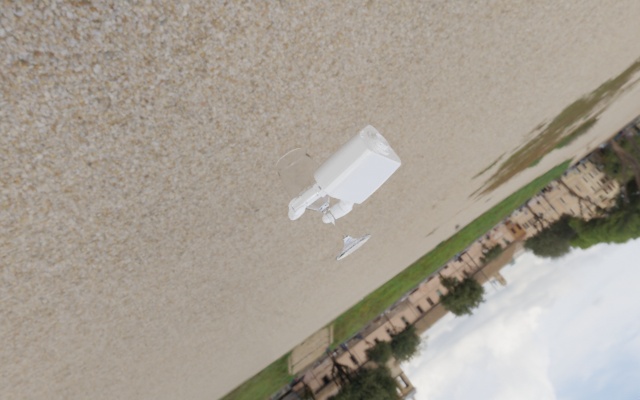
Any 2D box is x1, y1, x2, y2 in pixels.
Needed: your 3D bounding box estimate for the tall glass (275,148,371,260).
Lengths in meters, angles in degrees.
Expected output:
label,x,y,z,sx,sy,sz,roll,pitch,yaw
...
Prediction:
label,x,y,z,sx,sy,sz,roll,pitch,yaw
tall glass,0.000,0.003,0.843,0.079,0.201,0.079,-34,-14,-10
